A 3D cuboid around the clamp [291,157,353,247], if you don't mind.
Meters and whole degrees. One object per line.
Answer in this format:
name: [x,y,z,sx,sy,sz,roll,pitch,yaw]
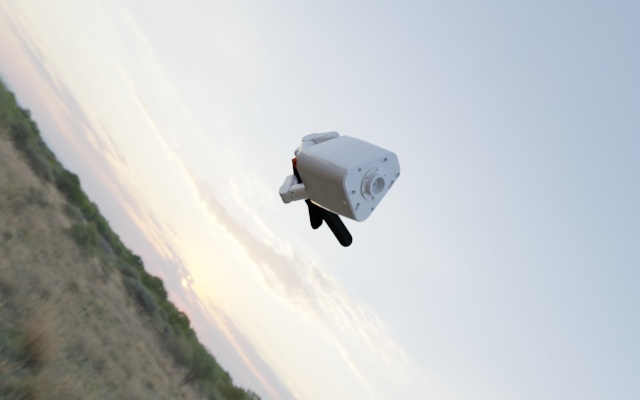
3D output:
clamp: [0.000,0.002,0.804,0.039,0.172,0.120,-39,38,-23]
